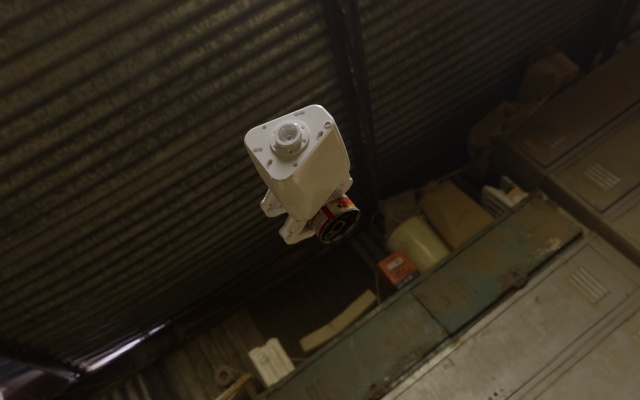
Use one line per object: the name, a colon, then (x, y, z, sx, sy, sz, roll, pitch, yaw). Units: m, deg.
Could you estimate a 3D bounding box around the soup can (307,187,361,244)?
soup can: (0.000, 0.002, 0.680, 0.068, 0.068, 0.102, 0, 43, -50)
